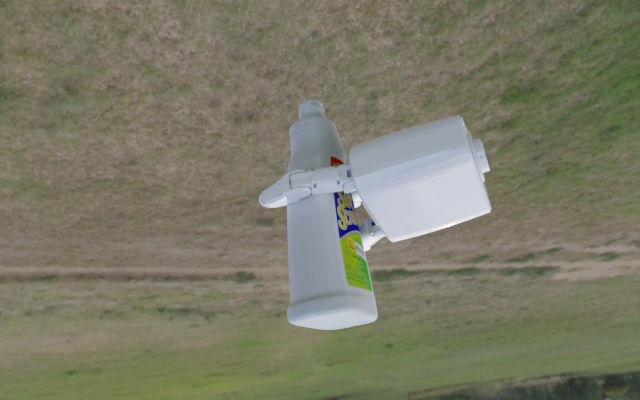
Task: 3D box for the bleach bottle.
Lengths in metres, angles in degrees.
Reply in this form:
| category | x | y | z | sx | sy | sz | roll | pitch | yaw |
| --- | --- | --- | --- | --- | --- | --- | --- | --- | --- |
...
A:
| category | x | y | z | sx | sy | sz | roll | pitch | yaw |
| --- | --- | --- | --- | --- | --- | --- | --- | --- | --- |
| bleach bottle | 0.000 | 0.002 | 0.501 | 0.068 | 0.250 | 0.102 | -18 | -25 | 22 |
